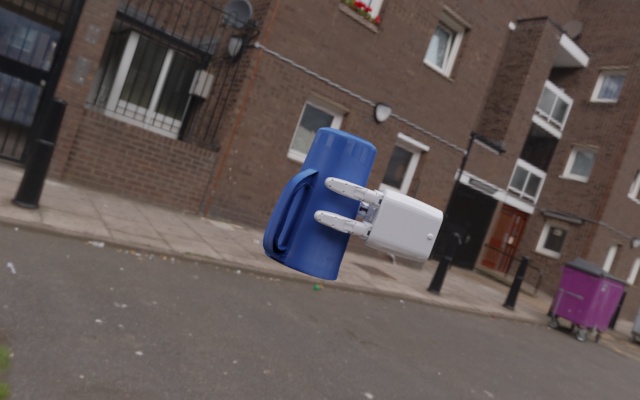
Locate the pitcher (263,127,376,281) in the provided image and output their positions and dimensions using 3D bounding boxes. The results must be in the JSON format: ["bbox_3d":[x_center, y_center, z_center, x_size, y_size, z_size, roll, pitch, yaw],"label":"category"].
[{"bbox_3d":[0.000,0.003,0.808,0.145,0.243,0.149,20,1,-6],"label":"pitcher"}]
